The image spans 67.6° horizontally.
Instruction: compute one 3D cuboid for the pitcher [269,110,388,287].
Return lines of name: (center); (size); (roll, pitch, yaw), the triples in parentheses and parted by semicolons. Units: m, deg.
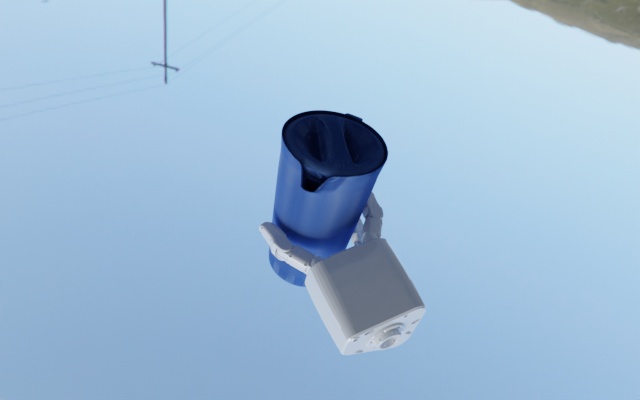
pitcher: (0.000, 0.002, 0.666); (0.149, 0.243, 0.145); (-10, 49, -26)
